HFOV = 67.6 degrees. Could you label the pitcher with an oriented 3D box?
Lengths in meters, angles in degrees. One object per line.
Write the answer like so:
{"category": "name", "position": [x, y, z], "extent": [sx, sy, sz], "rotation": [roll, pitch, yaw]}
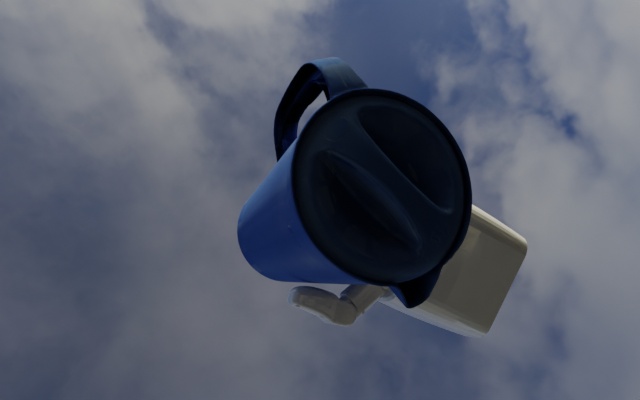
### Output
{"category": "pitcher", "position": [0.000, 0.001, 0.415], "extent": [0.145, 0.149, 0.243], "rotation": [27, -20, -15]}
